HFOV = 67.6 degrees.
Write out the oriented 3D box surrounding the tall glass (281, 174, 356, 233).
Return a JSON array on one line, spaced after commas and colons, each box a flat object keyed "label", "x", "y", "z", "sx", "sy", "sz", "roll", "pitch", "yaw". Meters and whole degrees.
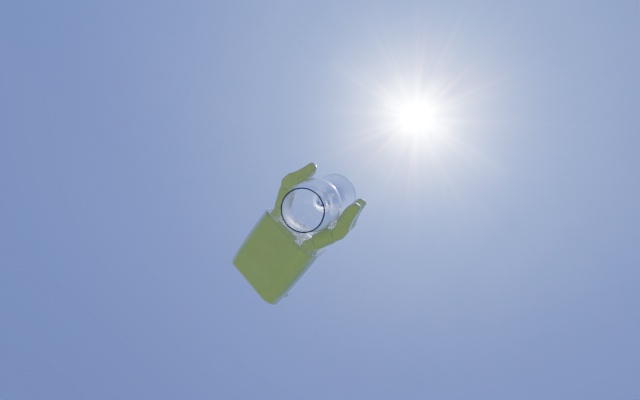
[{"label": "tall glass", "x": 0.000, "y": 0.002, "z": 0.731, "sx": 0.079, "sy": 0.079, "sz": 0.201, "roll": 0, "pitch": 6, "yaw": 14}]
